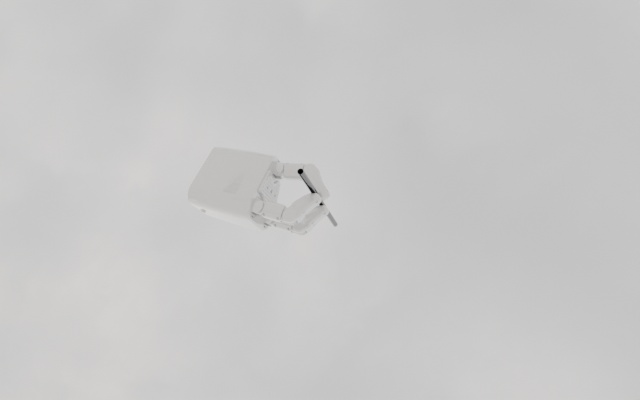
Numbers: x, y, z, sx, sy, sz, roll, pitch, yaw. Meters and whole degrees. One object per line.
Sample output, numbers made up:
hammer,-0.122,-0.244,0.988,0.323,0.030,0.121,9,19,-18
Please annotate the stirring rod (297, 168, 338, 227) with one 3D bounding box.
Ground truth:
stirring rod,0.000,0.002,0.712,0.011,0.011,0.240,0,-19,13
